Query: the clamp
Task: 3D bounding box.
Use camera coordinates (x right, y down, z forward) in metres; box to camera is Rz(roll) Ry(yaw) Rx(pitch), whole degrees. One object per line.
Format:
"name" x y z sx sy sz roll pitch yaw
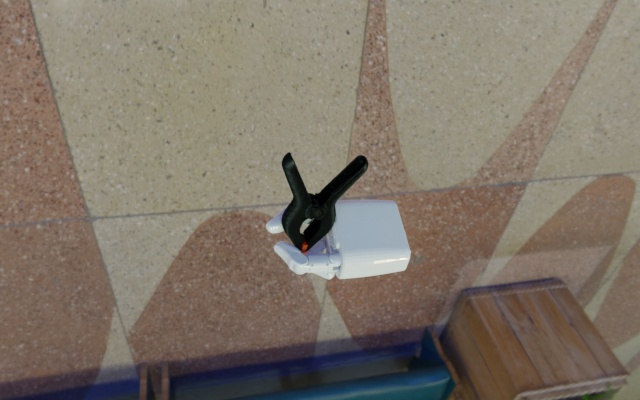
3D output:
"clamp" 0.000 0.003 0.663 0.120 0.172 0.039 -3 43 -14
